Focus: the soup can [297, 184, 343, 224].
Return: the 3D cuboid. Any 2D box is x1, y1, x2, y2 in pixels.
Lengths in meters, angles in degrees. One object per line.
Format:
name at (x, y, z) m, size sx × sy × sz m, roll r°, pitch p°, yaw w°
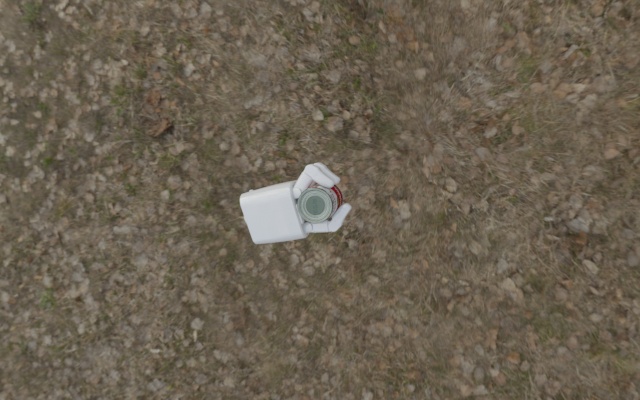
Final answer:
soup can at (0.001, 0.003, 0.900) m, size 0.068 × 0.068 × 0.102 m, roll 0°, pitch 7°, yaw 12°
